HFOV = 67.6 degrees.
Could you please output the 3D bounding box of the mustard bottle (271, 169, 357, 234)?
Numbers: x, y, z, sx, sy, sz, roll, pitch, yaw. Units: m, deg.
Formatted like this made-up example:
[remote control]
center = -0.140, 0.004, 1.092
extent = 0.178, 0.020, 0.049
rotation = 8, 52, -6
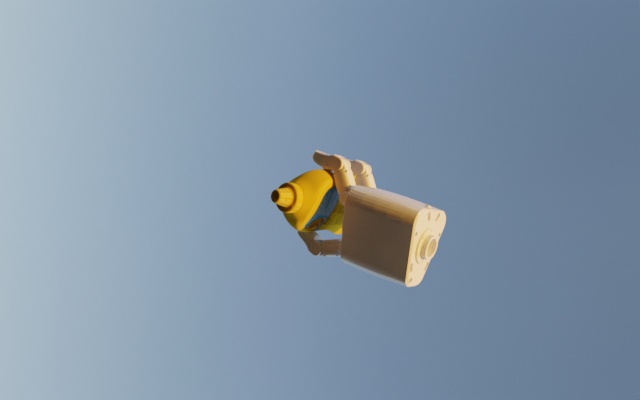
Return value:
[mustard bottle]
center = 0.000, 0.002, 0.691
extent = 0.191, 0.096, 0.058
rotation = 7, 33, -53
